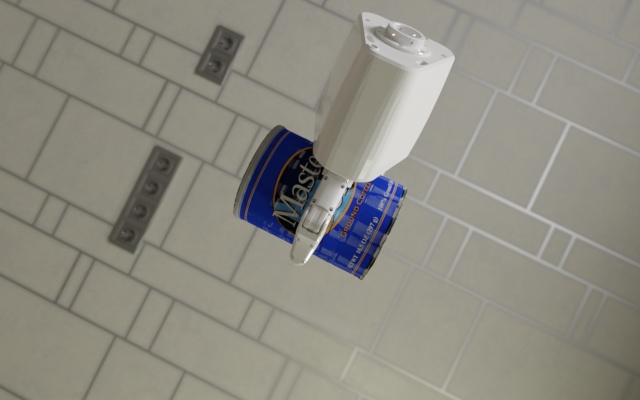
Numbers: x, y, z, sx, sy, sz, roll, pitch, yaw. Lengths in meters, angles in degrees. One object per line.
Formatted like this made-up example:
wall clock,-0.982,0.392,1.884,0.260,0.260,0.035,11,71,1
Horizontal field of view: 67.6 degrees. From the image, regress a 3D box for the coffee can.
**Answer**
coffee can,0.000,0.002,0.474,0.140,0.103,0.103,26,2,3
